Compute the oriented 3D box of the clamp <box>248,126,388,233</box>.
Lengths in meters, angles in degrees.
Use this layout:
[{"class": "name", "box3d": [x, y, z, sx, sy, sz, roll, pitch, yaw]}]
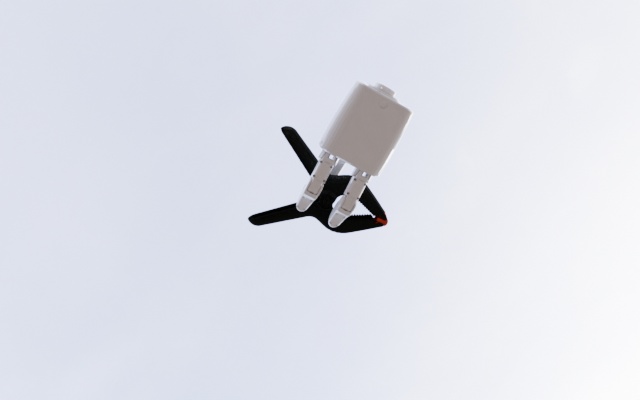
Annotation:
[{"class": "clamp", "box3d": [0.001, 0.002, 0.733, 0.210, 0.164, 0.036, 27, 19, -9]}]
